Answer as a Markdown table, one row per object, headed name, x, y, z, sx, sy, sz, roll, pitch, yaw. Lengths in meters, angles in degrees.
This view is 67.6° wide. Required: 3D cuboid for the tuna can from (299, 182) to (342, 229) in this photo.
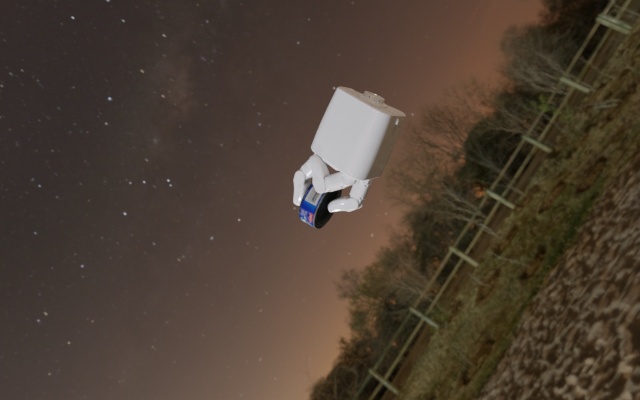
| name | x | y | z | sx | sy | sz | roll | pitch | yaw |
| --- | --- | --- | --- | --- | --- | --- | --- | --- | --- |
| tuna can | 0.000 | 0.002 | 0.800 | 0.033 | 0.086 | 0.086 | 28 | 10 | 20 |
